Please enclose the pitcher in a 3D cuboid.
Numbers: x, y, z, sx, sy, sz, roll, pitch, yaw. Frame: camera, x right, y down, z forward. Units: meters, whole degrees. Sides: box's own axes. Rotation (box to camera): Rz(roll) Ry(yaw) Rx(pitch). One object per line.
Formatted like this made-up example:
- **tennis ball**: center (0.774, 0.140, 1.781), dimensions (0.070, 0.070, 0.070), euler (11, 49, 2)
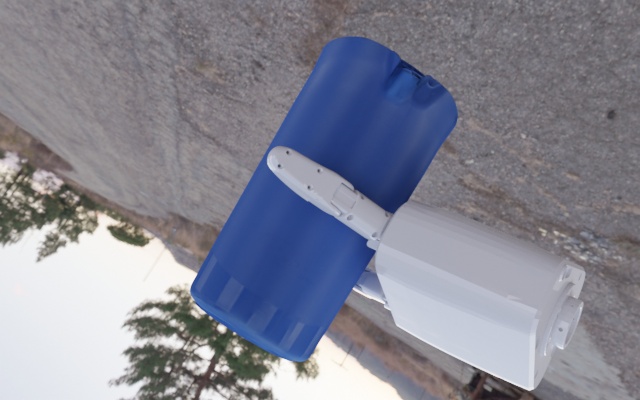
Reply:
- **pitcher**: center (0.000, 0.001, 0.405), dimensions (0.145, 0.242, 0.149), euler (21, -16, 37)
